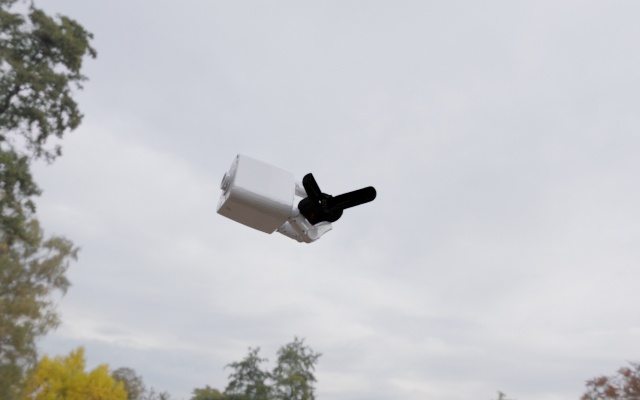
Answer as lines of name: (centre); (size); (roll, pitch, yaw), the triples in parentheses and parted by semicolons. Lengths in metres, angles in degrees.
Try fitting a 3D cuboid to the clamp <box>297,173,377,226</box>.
clamp: (0.000, 0.002, 0.788); (0.120, 0.039, 0.171); (21, -31, -21)
